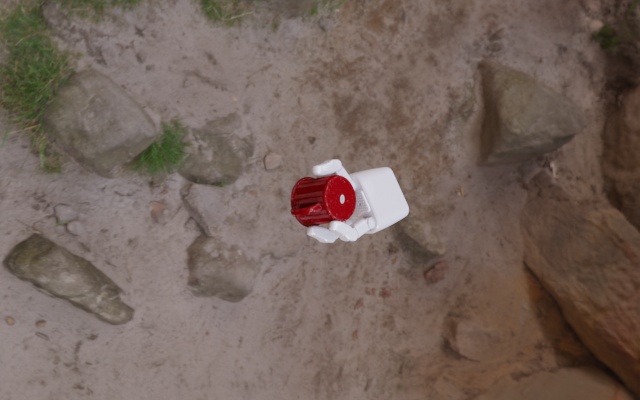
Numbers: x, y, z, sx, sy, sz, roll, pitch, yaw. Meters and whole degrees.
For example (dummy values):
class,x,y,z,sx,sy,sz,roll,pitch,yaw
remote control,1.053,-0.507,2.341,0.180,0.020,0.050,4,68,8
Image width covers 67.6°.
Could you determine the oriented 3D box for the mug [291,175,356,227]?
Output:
class,x,y,z,sx,sy,sz,roll,pitch,yaw
mug,-0.001,0.003,0.830,0.081,0.093,0.117,-7,10,46
